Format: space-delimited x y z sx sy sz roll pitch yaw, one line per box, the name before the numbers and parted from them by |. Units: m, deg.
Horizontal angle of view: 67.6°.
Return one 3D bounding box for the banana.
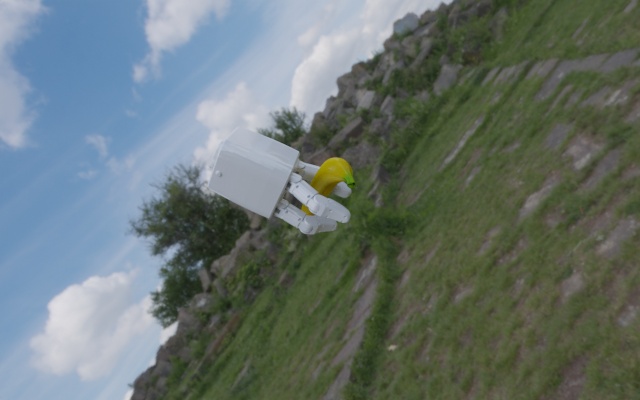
banana | 0.004 -0.015 0.730 0.037 0.069 0.198 17 -27 -13
